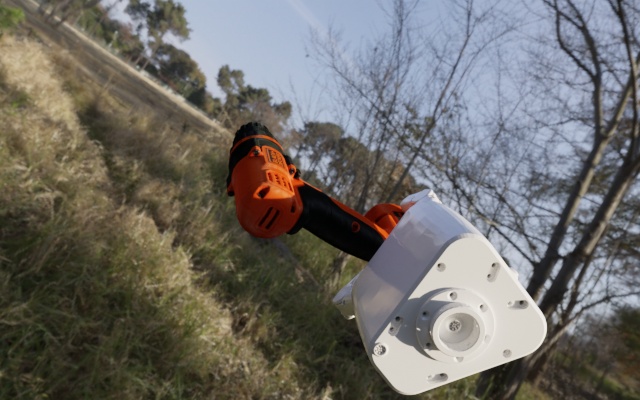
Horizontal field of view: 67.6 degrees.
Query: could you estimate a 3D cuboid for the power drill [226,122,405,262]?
[{"bbox_3d":[0.001,0.002,0.449,0.188,0.057,0.184,26,20,-22],"label":"power drill"}]
